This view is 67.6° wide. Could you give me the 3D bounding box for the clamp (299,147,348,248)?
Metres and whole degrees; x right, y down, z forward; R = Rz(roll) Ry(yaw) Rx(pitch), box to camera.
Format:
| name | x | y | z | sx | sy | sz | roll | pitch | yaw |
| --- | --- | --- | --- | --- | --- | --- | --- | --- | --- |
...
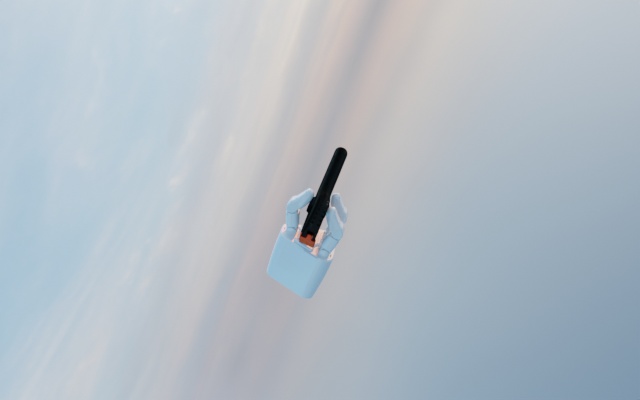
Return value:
| name | x | y | z | sx | sy | sz | roll | pitch | yaw |
| --- | --- | --- | --- | --- | --- | --- | --- | --- | --- |
| clamp | -0.001 | 0.003 | 0.867 | 0.036 | 0.165 | 0.210 | 23 | 30 | -3 |
